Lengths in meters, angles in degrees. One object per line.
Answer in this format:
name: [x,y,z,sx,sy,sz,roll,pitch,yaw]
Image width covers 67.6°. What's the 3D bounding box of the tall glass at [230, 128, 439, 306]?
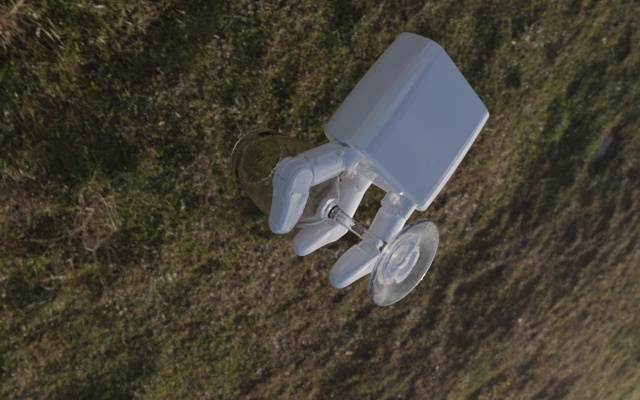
tall glass: [0.000,0.002,0.412,0.079,0.079,0.201,0,27,-46]
